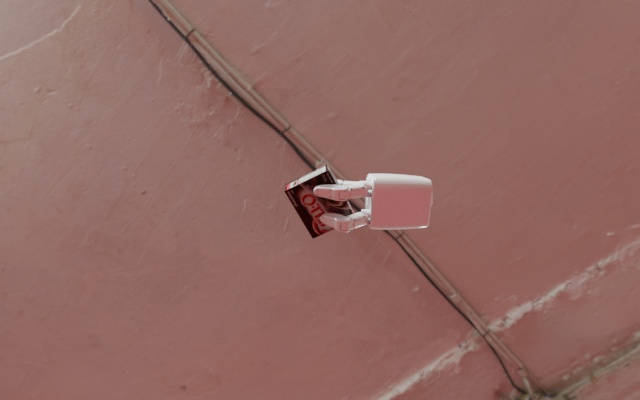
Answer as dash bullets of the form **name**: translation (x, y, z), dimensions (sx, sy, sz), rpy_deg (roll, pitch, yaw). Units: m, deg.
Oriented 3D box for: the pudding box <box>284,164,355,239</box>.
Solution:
- **pudding box**: translation (0.000, 0.003, 0.869), dimensions (0.090, 0.113, 0.039), rpy_deg (-26, 20, 11)
